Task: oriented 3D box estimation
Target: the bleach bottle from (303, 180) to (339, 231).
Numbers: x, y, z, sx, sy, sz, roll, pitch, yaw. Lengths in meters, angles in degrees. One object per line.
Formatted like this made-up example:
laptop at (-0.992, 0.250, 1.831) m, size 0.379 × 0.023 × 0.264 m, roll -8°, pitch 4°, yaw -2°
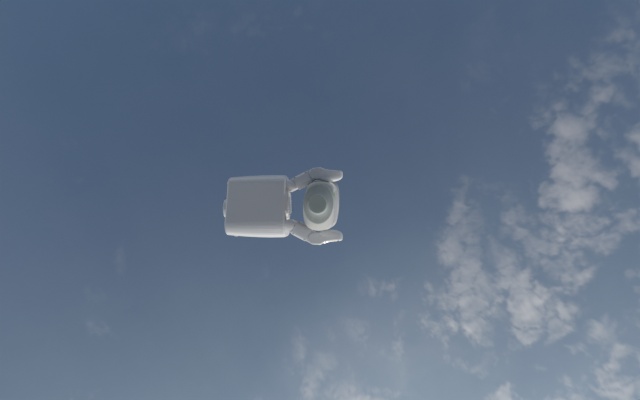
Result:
bleach bottle at (0.000, 0.003, 0.866) m, size 0.068 × 0.102 × 0.251 m, roll 1°, pitch -3°, yaw 2°
